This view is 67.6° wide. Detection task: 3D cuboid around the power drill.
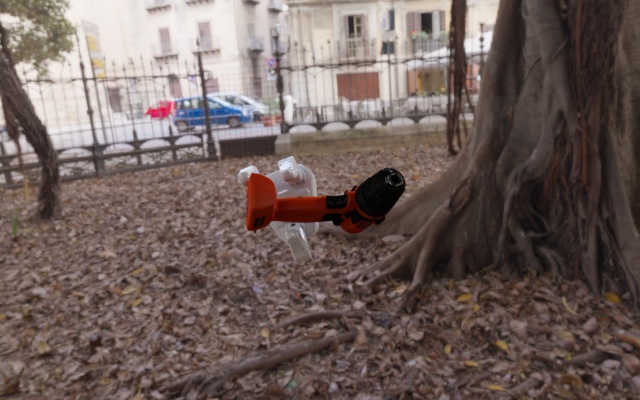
[{"bbox_3d":[0.000,0.002,0.619,0.187,0.057,0.184,3,-20,-12],"label":"power drill"}]
